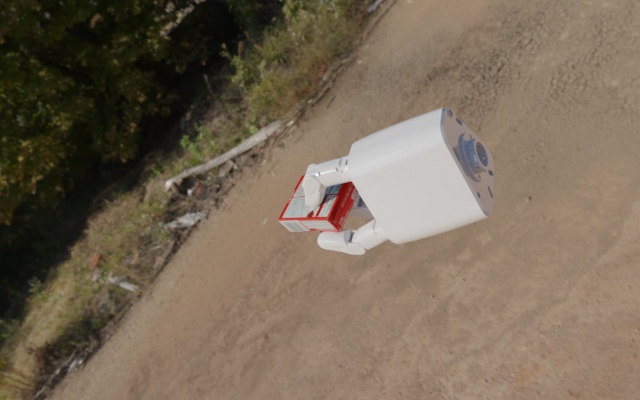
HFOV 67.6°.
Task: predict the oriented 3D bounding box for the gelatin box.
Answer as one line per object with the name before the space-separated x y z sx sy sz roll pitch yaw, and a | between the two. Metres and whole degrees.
gelatin box | 0.000 0.002 0.580 0.089 0.073 0.030 -4 -39 44
